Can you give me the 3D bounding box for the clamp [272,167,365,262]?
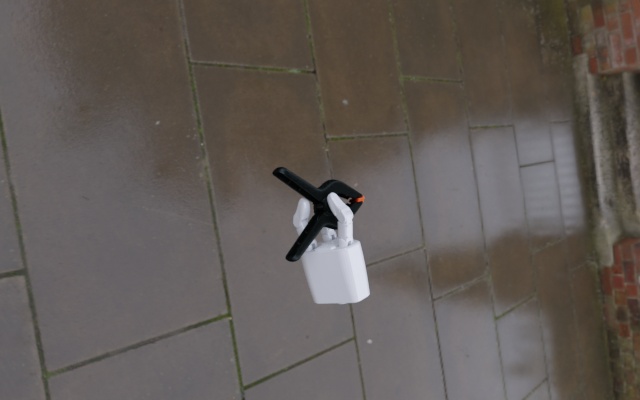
[{"bbox_3d":[0.001,0.003,0.878,0.210,0.164,0.036,-20,12,-42],"label":"clamp"}]
